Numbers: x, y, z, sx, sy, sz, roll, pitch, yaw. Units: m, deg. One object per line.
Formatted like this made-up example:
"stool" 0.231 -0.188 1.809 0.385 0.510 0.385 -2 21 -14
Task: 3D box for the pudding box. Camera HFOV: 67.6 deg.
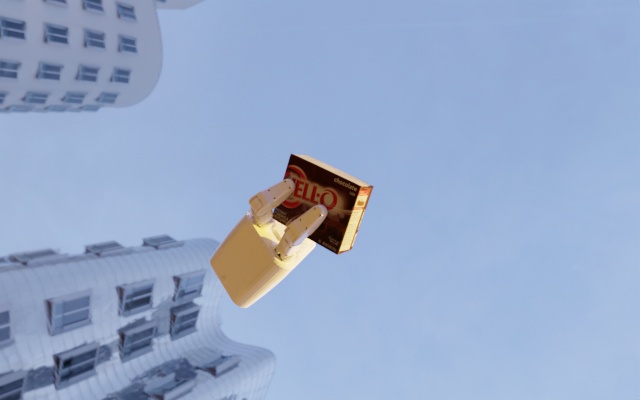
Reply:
"pudding box" 0.000 0.002 0.595 0.113 0.090 0.039 26 18 28
